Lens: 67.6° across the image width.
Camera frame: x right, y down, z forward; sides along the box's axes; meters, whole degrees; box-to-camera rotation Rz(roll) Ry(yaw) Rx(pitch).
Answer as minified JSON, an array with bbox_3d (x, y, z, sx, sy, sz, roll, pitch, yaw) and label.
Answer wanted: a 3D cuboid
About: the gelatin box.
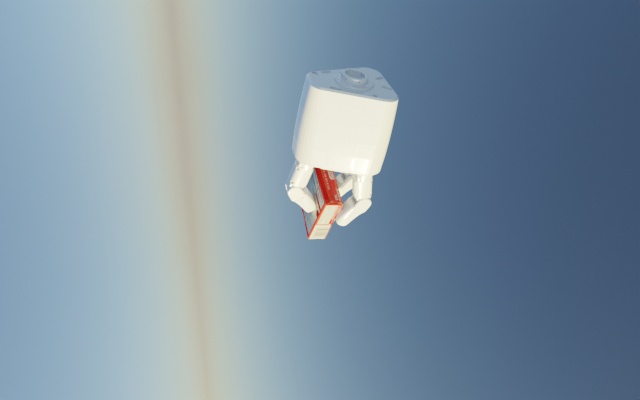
[{"bbox_3d":[0.000,0.002,0.694,0.030,0.073,0.089,1,-38,-21],"label":"gelatin box"}]
